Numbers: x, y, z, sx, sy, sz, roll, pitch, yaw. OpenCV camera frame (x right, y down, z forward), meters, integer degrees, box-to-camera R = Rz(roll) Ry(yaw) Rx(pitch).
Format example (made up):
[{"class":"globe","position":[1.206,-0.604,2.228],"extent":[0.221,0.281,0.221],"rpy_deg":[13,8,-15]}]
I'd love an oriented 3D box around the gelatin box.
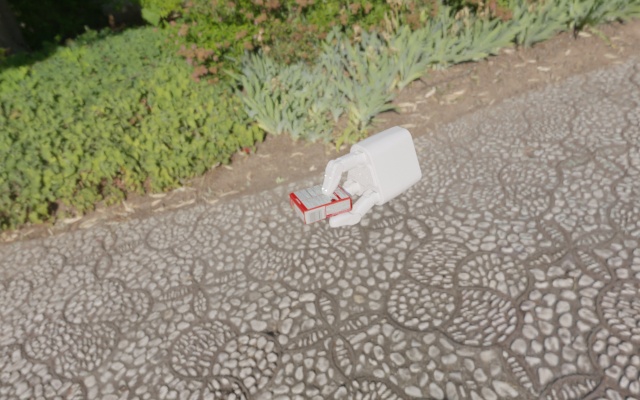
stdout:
[{"class":"gelatin box","position":[0.000,0.002,0.825],"extent":[0.089,0.030,0.073],"rpy_deg":[-17,32,-18]}]
